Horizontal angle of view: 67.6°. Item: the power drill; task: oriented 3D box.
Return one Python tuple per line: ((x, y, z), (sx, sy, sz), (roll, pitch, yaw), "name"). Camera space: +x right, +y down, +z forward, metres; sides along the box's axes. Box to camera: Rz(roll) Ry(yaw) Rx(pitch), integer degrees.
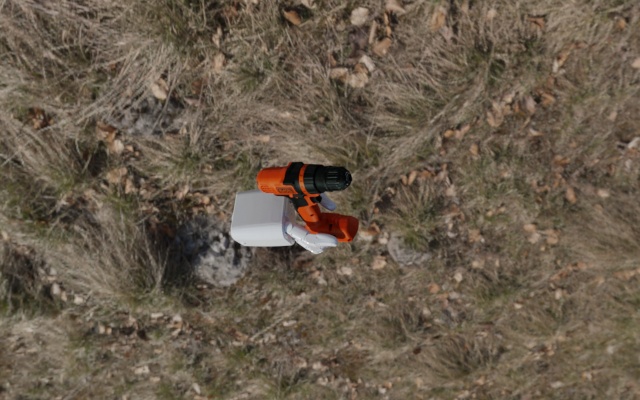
((0.000, 0.003, 0.858), (0.184, 0.057, 0.188), (2, -36, 34), "power drill")
